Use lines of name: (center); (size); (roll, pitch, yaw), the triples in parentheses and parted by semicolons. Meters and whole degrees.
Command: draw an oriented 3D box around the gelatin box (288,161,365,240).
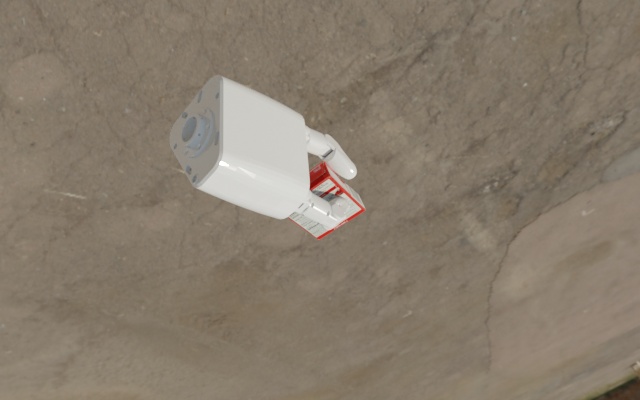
gelatin box: (0.000, 0.002, 0.570); (0.073, 0.030, 0.089); (-34, -42, 15)
